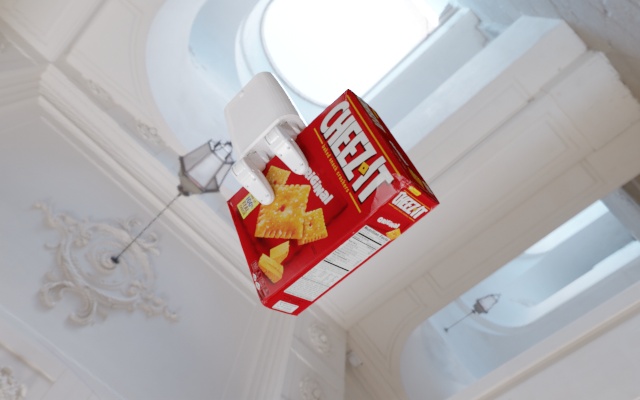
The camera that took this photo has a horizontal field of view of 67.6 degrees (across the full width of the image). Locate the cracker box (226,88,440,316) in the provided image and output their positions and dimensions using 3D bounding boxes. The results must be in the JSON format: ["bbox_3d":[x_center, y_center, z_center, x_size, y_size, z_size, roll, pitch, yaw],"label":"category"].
[{"bbox_3d":[0.000,0.002,0.548,0.214,0.164,0.072,-41,-41,19],"label":"cracker box"}]
